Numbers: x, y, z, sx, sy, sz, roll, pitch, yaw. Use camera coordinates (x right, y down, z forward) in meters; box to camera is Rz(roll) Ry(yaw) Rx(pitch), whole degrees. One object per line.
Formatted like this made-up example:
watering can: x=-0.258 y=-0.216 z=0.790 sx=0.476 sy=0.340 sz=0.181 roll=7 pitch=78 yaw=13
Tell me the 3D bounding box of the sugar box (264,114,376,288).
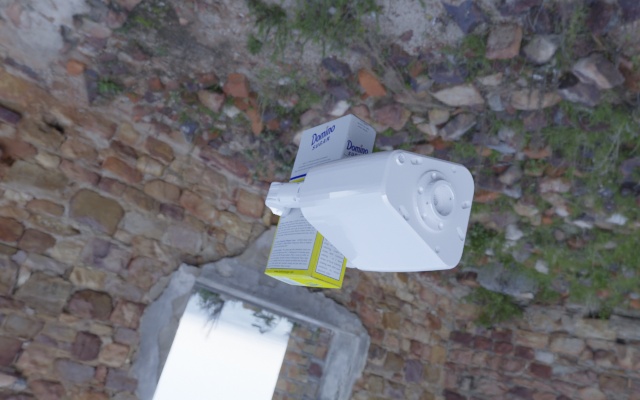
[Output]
sugar box: x=0.001 y=0.002 z=0.513 sx=0.048 sy=0.176 sz=0.093 roll=28 pitch=-21 yaw=-31
